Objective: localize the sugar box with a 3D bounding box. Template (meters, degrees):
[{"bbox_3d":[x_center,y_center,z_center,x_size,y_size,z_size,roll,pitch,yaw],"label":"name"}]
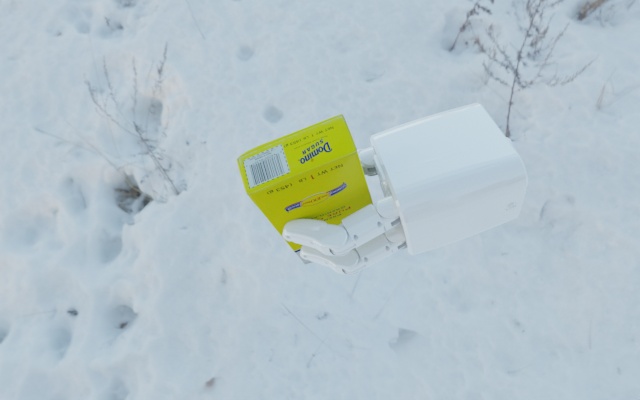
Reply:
[{"bbox_3d":[0.000,0.002,0.442,0.093,0.048,0.176,-21,-31,5],"label":"sugar box"}]
